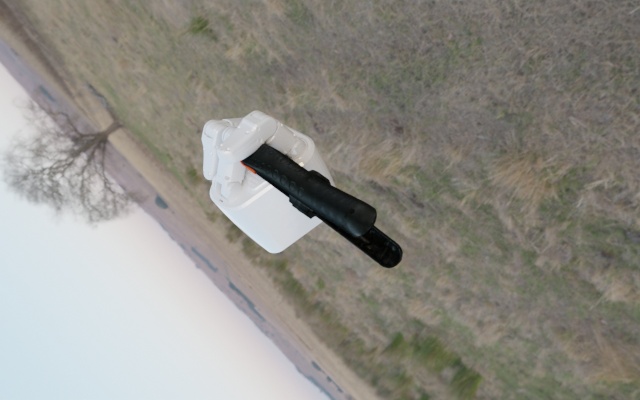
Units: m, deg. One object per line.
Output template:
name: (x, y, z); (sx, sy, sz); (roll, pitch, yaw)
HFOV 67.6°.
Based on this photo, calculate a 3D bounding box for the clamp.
clamp: (0.000, 0.002, 0.421); (0.171, 0.039, 0.120); (36, -11, 37)
